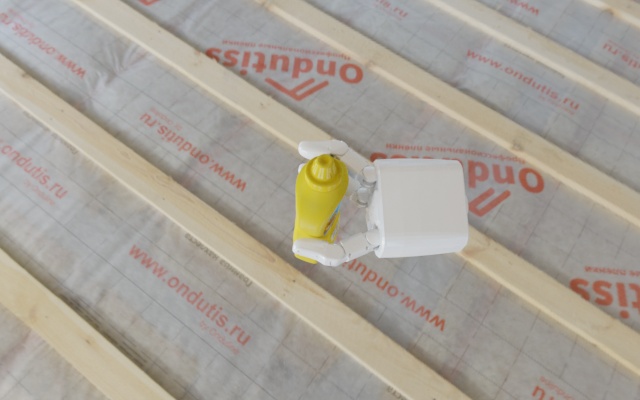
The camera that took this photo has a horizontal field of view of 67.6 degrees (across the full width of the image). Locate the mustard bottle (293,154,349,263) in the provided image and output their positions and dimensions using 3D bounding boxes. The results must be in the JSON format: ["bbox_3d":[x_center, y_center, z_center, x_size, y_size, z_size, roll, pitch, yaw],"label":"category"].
[{"bbox_3d":[0.000,0.002,0.580,0.058,0.096,0.192,20,-26,6],"label":"mustard bottle"}]
